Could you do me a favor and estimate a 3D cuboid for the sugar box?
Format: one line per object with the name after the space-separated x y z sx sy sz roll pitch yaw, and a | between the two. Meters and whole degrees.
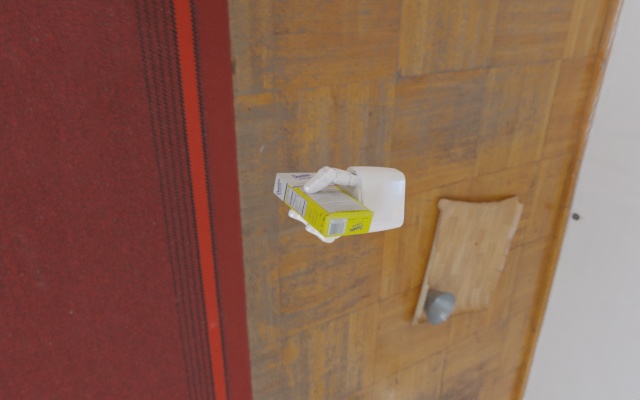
0.000 0.003 0.822 0.093 0.048 0.176 -2 23 -34 | sugar box
